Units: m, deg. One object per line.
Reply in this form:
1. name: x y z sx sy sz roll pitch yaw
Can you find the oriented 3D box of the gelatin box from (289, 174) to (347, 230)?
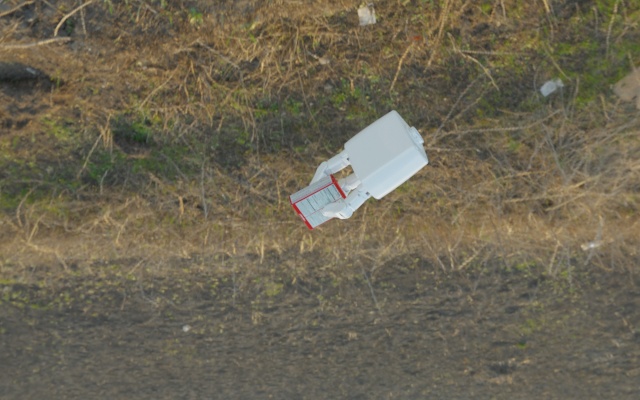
1. gelatin box: 0.000 0.003 0.850 0.089 0.073 0.030 -29 40 8
